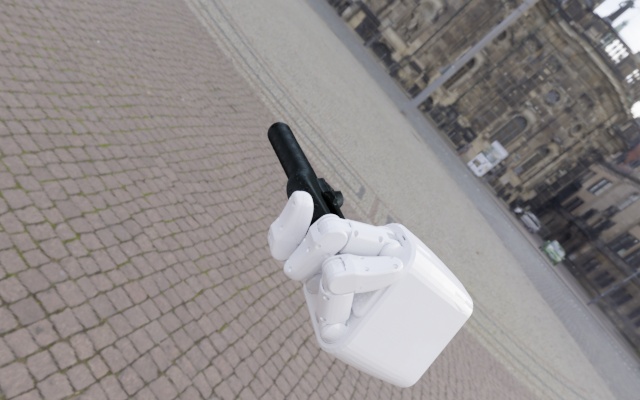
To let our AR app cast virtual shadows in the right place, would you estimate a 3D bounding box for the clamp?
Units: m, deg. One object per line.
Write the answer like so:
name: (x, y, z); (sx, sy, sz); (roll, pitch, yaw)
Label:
clamp: (0.001, 0.001, 0.461); (0.120, 0.039, 0.171); (41, 18, -34)
